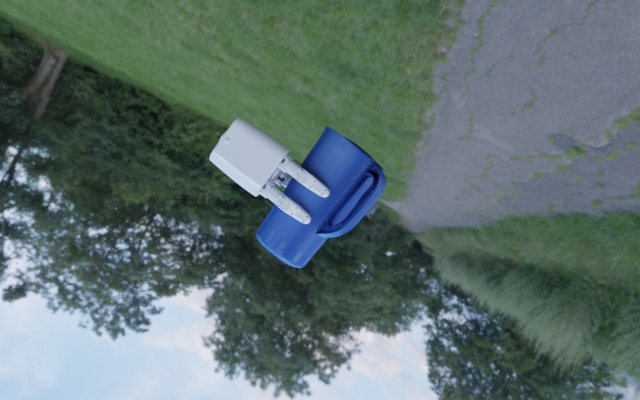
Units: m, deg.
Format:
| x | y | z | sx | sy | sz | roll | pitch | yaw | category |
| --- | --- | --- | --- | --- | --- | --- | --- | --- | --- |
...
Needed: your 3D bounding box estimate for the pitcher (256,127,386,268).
| x | y | z | sx | sy | sz | roll | pitch | yaw | category |
| --- | --- | --- | --- | --- | --- | --- | --- | --- | --- |
| 0.000 | 0.003 | 0.857 | 0.145 | 0.243 | 0.149 | 36 | 3 | -1 | pitcher |
